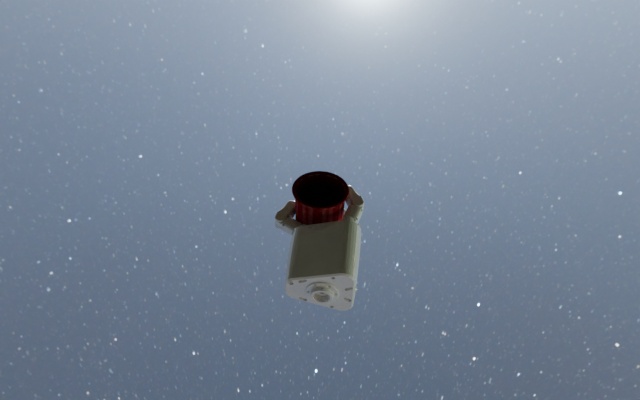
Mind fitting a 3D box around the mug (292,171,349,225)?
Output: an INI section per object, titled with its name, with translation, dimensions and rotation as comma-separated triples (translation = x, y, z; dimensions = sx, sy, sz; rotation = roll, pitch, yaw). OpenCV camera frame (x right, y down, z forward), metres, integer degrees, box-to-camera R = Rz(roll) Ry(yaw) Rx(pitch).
[mug]
translation = 0.000, 0.002, 0.810
dimensions = 0.093, 0.082, 0.117
rotation = 6, 43, 4
